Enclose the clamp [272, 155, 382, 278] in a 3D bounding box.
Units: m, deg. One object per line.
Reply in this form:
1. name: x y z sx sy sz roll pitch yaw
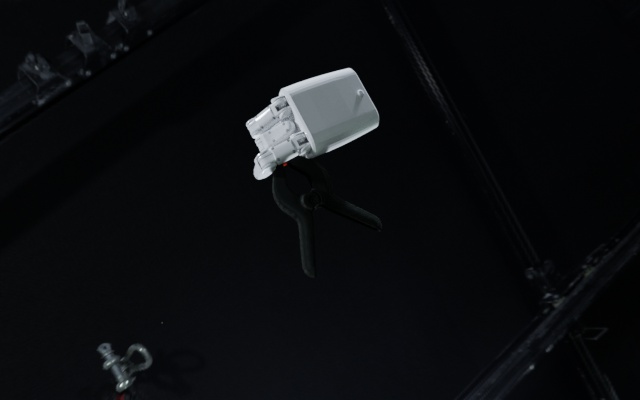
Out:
1. clamp: 0.000 0.002 0.633 0.120 0.171 0.039 -25 -5 -17
